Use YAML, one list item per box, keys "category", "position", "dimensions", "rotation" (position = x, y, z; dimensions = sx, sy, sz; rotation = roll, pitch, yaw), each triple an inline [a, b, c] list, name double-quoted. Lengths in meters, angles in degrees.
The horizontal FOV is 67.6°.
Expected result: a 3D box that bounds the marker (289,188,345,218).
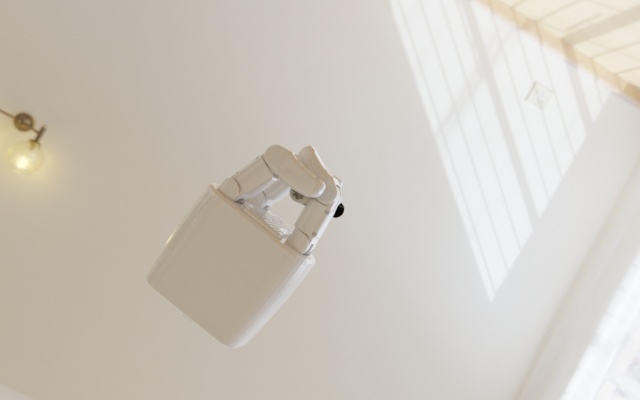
- category: "marker"
  position: [0.000, 0.002, 0.472]
  dimensions: [0.020, 0.020, 0.121]
  rotation: [0, -9, 18]
